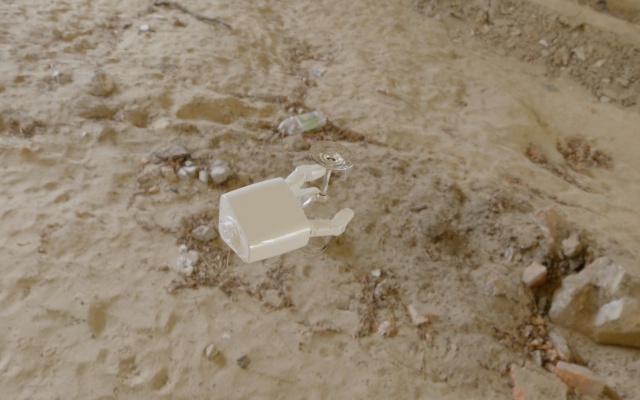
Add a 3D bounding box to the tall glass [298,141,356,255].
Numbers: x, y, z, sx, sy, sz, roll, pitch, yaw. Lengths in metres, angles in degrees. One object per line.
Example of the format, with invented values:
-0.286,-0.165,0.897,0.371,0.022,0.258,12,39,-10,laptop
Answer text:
0.000,0.002,0.807,0.079,0.201,0.079,8,40,-7,tall glass
